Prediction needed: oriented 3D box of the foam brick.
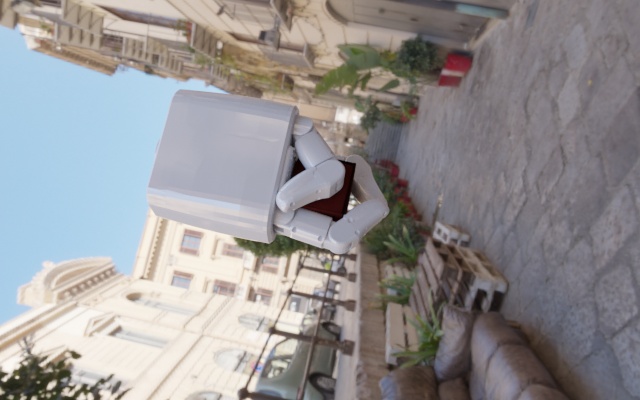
[{"bbox_3d":[0.000,0.002,0.433,0.051,0.053,0.078,11,-28,4],"label":"foam brick"}]
